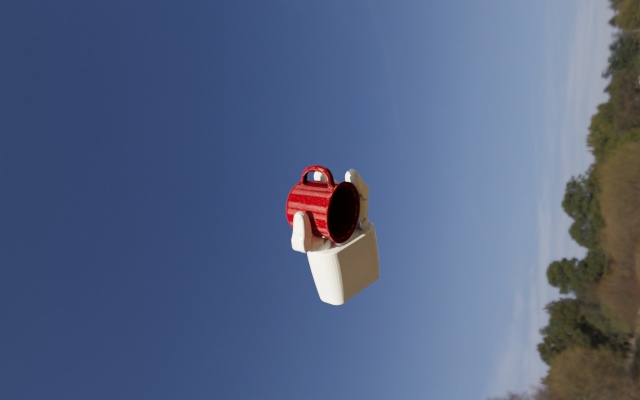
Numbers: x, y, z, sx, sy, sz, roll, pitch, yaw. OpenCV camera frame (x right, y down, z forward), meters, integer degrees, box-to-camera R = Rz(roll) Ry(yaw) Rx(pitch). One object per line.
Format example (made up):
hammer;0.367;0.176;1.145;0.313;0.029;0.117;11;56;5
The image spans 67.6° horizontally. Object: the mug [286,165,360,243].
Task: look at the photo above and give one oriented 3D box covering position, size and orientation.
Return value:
mug;0.000;0.001;0.720;0.081;0.117;0.093;8;33;34
